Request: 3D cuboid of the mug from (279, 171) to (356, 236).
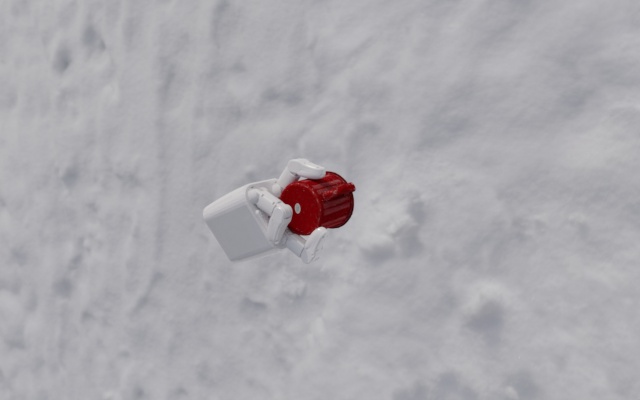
[{"bbox_3d":[0.001,0.002,0.715,0.117,0.093,0.081,-23,-4,36],"label":"mug"}]
